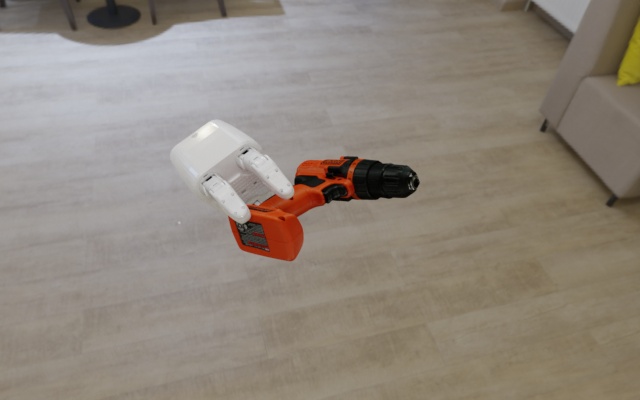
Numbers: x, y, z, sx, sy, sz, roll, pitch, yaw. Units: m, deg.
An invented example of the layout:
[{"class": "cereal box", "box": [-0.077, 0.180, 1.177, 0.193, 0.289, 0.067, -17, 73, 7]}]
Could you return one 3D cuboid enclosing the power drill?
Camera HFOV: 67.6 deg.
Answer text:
[{"class": "power drill", "box": [0.000, 0.002, 0.568, 0.184, 0.057, 0.187, 4, 26, 43]}]
